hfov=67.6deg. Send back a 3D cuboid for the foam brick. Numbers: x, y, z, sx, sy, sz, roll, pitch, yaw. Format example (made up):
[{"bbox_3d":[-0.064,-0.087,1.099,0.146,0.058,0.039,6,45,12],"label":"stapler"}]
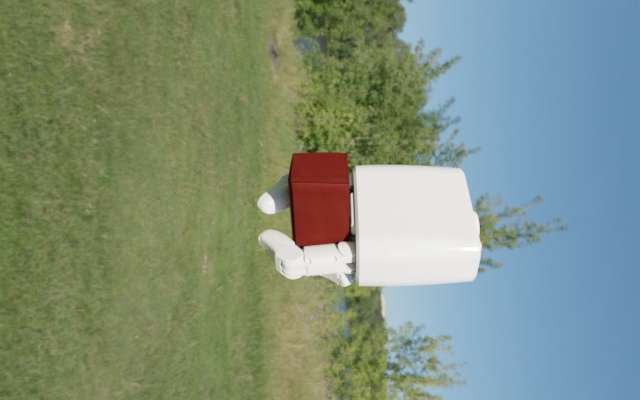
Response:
[{"bbox_3d":[0.000,0.001,0.431,0.051,0.078,0.053,-1,35,2],"label":"foam brick"}]
